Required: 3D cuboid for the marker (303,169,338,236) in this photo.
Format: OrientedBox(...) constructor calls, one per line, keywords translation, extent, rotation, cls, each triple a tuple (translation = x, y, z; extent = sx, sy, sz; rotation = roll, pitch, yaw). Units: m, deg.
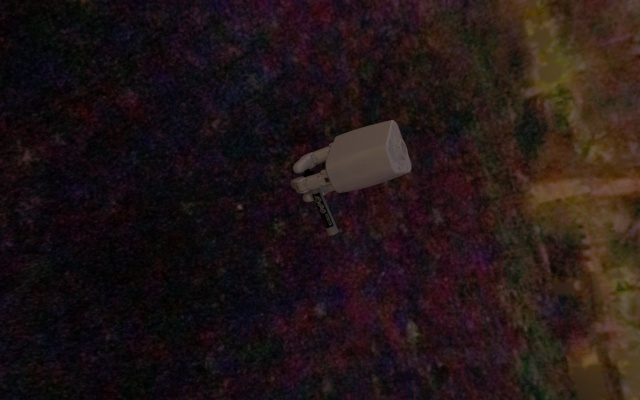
OrientedBox(translation=(0.000, 0.003, 0.809), extent=(0.020, 0.121, 0.020), rotation=(-21, 14, 6), cls="marker")
